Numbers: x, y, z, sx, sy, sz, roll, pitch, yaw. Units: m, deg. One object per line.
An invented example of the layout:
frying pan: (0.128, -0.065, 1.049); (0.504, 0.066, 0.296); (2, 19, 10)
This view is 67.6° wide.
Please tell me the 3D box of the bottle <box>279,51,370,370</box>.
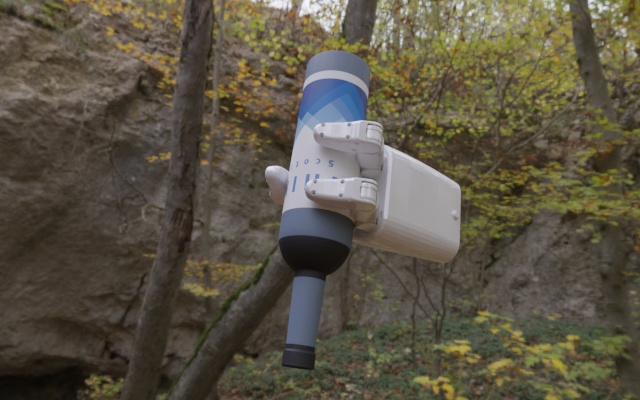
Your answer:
bottle: (0.000, 0.001, 0.444); (0.069, 0.295, 0.069); (7, -21, 3)
